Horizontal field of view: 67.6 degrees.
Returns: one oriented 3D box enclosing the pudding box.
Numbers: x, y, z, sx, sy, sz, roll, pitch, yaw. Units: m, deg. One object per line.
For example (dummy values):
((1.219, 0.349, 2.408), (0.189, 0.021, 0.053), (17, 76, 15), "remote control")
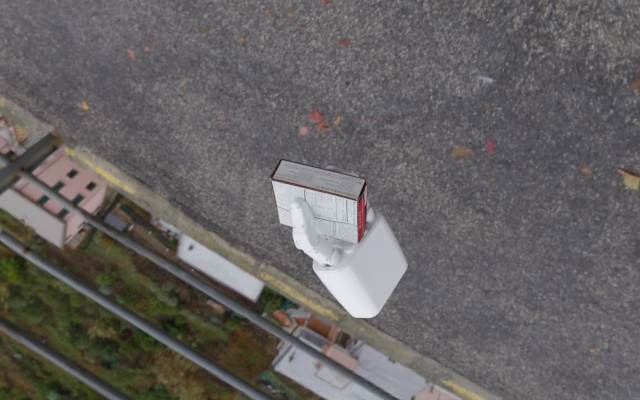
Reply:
((0.000, 0.002, 0.580), (0.113, 0.039, 0.090), (13, -38, 14), "pudding box")
